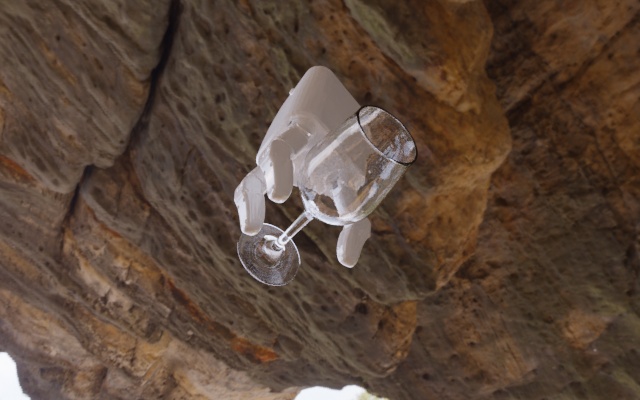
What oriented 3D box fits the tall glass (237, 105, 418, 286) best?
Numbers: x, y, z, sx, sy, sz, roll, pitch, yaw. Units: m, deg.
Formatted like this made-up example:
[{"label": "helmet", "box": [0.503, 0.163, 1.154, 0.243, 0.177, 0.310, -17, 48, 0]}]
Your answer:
[{"label": "tall glass", "box": [0.000, 0.002, 0.443, 0.079, 0.079, 0.201, 0, -33, -41]}]
